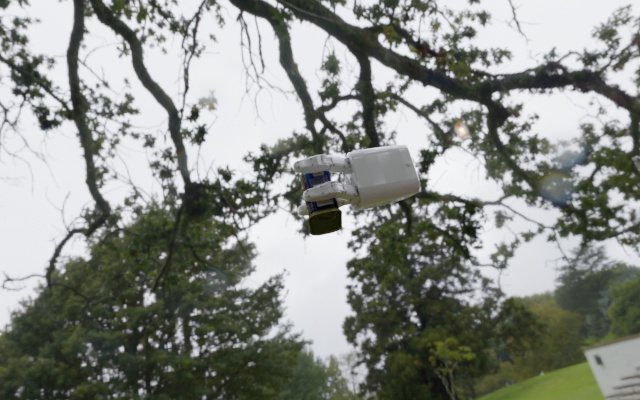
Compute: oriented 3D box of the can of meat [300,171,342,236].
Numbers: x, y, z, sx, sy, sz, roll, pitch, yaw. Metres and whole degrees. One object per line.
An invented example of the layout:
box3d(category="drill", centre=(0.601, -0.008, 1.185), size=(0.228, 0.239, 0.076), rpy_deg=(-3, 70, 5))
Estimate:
box3d(category="can of meat", centre=(0.000, 0.002, 0.822), size=(0.057, 0.084, 0.102), rpy_deg=(-13, -24, -3))
